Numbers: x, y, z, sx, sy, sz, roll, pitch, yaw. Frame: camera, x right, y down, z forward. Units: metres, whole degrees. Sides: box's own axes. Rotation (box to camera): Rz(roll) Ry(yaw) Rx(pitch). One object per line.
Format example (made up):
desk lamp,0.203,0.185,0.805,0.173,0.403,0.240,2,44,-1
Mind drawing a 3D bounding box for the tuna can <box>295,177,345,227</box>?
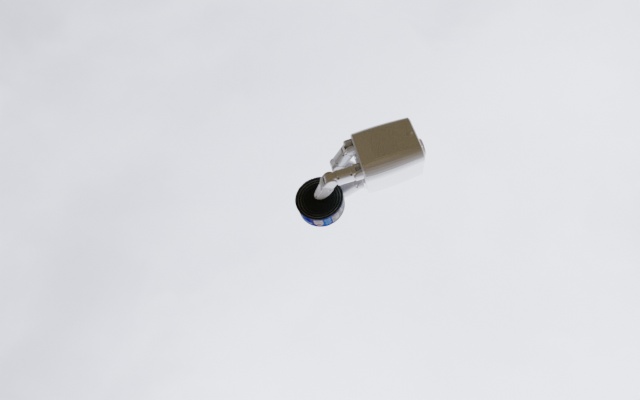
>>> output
tuna can,0.000,0.003,0.847,0.086,0.086,0.034,0,-28,11
